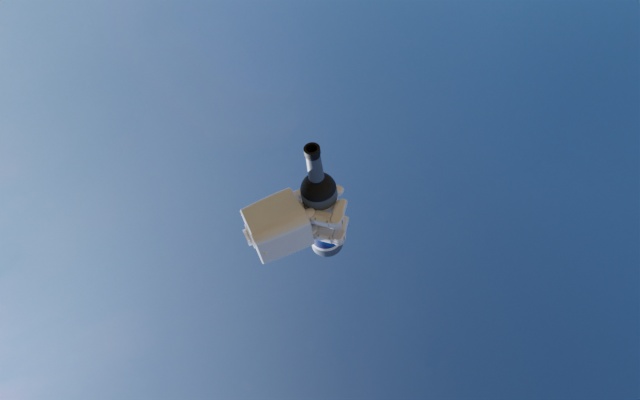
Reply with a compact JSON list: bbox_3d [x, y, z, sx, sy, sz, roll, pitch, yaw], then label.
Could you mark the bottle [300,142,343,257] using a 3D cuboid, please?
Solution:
[{"bbox_3d":[0.000,0.003,0.889,0.069,0.069,0.296,0,-36,7],"label":"bottle"}]
